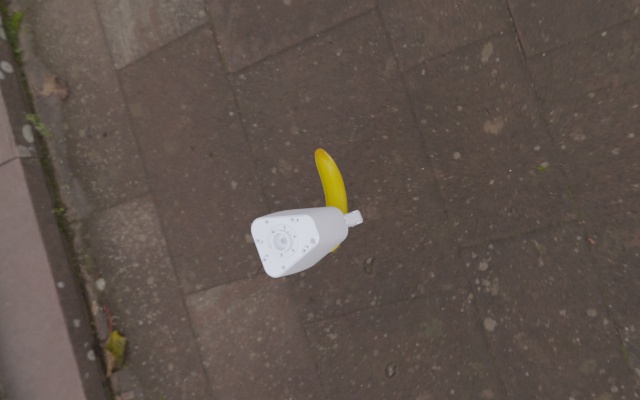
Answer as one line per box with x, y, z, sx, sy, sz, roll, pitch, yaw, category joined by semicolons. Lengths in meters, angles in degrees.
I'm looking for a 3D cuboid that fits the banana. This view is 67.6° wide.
0.017;0.007;0.844;0.069;0.198;0.037;4;5;28;banana
